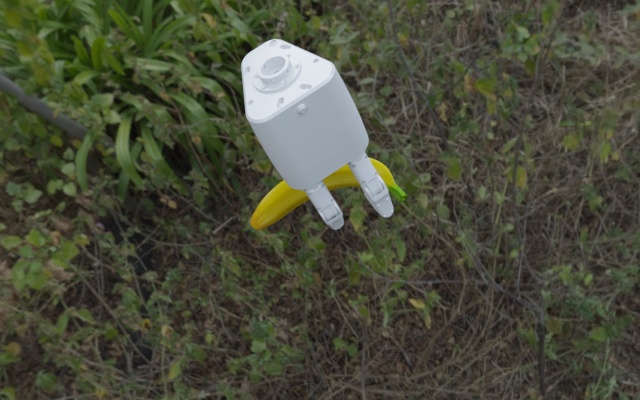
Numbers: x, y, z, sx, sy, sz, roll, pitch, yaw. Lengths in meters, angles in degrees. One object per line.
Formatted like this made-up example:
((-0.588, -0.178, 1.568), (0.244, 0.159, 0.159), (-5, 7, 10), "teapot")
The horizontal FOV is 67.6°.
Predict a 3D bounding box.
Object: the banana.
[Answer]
((0.002, -0.015, 0.588), (0.198, 0.069, 0.037), (-13, -29, 14), "banana")
